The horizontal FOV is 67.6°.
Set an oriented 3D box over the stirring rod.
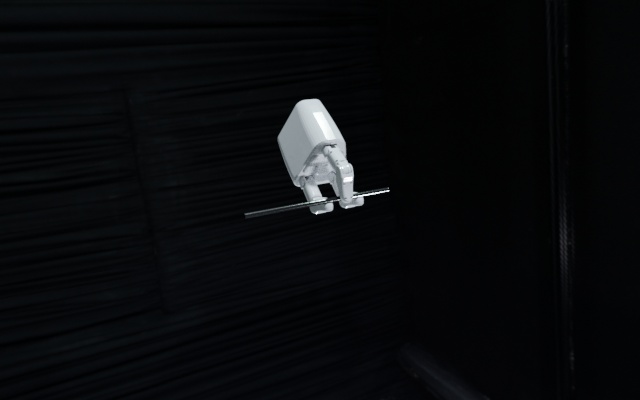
[{"bbox_3d":[0.000,0.002,0.734,0.239,0.011,0.011,-10,4,-22],"label":"stirring rod"}]
